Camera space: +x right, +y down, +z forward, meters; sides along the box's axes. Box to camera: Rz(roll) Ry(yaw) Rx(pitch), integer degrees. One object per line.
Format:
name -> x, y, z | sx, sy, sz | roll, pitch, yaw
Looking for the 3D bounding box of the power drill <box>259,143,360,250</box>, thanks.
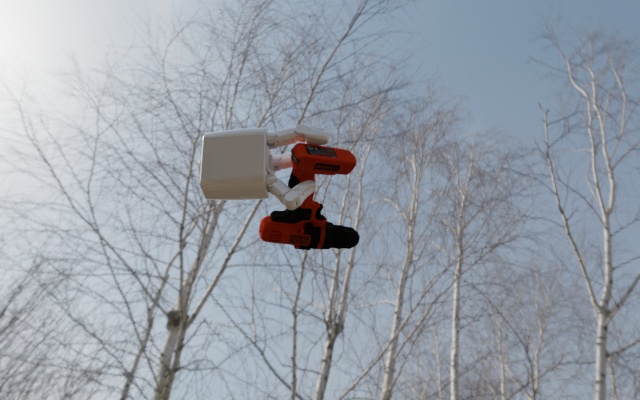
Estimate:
power drill -> 0.000, 0.002, 0.816 | 0.184, 0.188, 0.057 | 6, 28, -19
